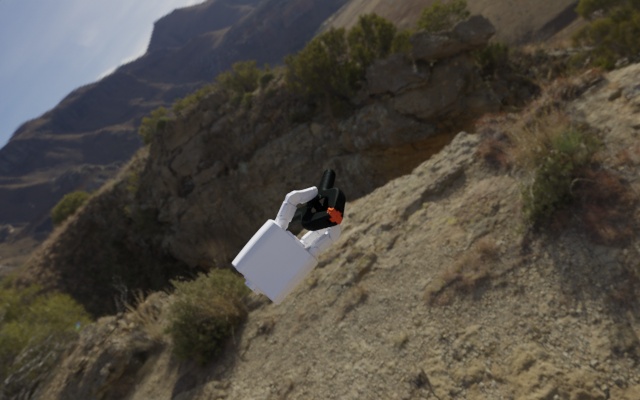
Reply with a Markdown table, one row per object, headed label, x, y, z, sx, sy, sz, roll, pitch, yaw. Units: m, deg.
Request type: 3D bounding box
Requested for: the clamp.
| label | x | y | z | sx | sy | sz | roll | pitch | yaw |
| --- | --- | --- | --- | --- | --- | --- | --- | --- | --- |
| clamp | 0.000 | 0.003 | 0.885 | 0.036 | 0.164 | 0.210 | 47 | -14 | -19 |
